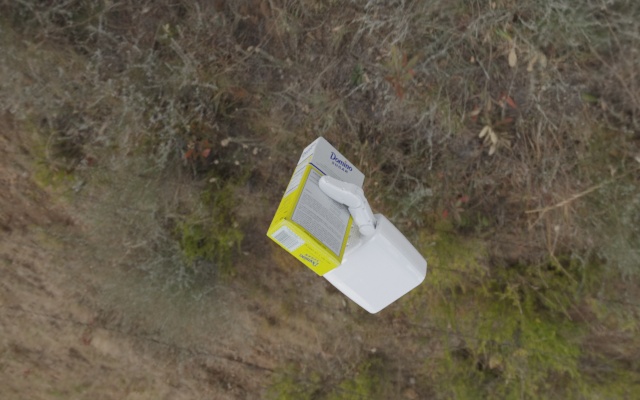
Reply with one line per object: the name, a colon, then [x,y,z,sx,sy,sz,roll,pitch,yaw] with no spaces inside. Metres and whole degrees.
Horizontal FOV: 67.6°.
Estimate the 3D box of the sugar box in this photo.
sugar box: [0.000,0.002,0.633,0.093,0.176,0.048,41,-52,-18]
